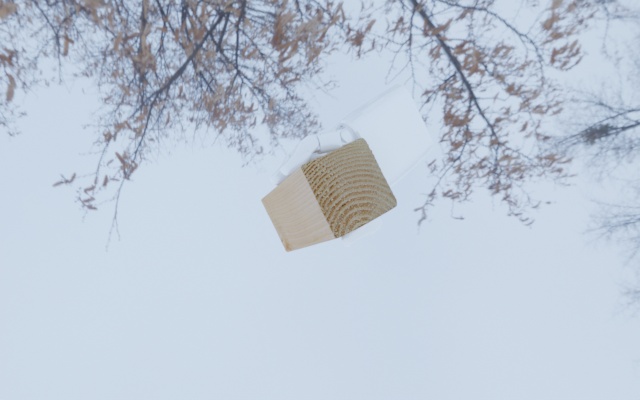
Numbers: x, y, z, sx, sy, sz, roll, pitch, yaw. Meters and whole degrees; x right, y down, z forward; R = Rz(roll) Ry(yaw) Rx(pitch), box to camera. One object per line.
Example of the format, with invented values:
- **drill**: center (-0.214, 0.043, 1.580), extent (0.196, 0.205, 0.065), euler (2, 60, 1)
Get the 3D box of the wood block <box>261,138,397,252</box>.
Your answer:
- **wood block**: center (0.001, 0.002, 0.623), extent (0.090, 0.091, 0.206), euler (-27, -1, -21)
